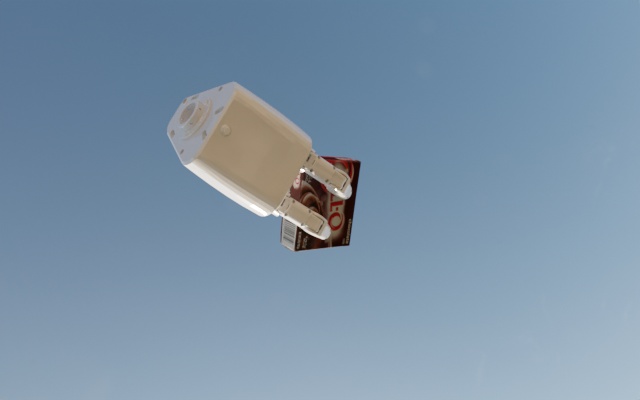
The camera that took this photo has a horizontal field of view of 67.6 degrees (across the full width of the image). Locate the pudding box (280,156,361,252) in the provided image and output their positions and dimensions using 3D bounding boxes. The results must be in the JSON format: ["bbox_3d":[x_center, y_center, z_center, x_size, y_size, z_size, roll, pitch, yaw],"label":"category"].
[{"bbox_3d":[0.000,0.002,0.585,0.090,0.113,0.039,-2,15,-39],"label":"pudding box"}]
